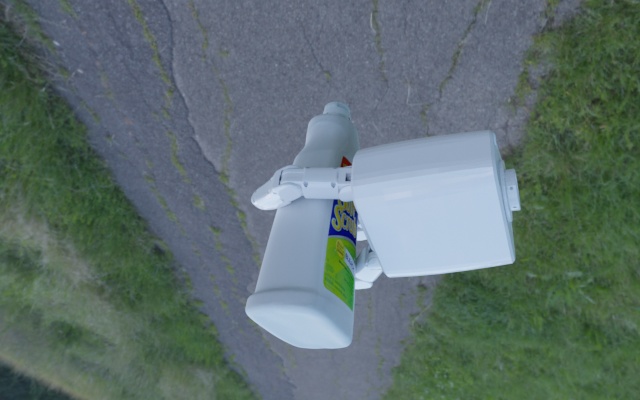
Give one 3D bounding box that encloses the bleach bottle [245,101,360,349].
[{"bbox_3d":[0.000,0.002,0.450,0.068,0.250,0.103,-8,-36,24],"label":"bleach bottle"}]
